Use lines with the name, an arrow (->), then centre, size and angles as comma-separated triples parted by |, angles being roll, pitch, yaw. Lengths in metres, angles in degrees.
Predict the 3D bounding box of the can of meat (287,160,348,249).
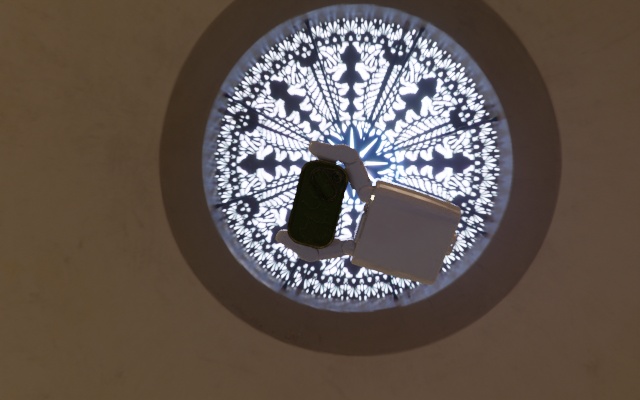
can of meat -> 0.000, 0.002, 0.595 | 0.057, 0.102, 0.084 | 14, 5, 4
